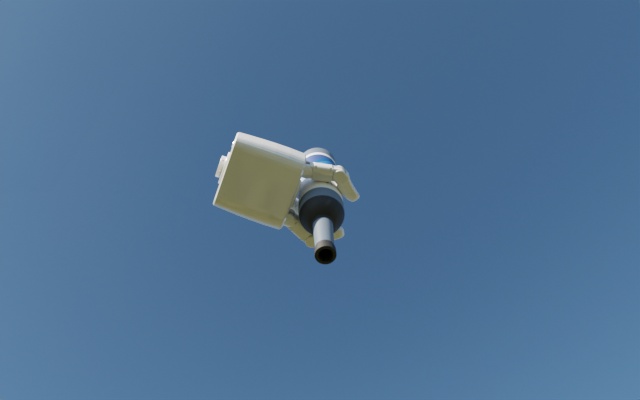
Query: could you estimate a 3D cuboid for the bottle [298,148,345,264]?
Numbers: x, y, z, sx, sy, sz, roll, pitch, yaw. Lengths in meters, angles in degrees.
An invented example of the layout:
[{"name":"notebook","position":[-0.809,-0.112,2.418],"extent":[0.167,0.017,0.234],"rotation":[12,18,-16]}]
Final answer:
[{"name":"bottle","position":[0.000,0.002,0.717],"extent":[0.069,0.069,0.295],"rotation":[0,26,-3]}]
